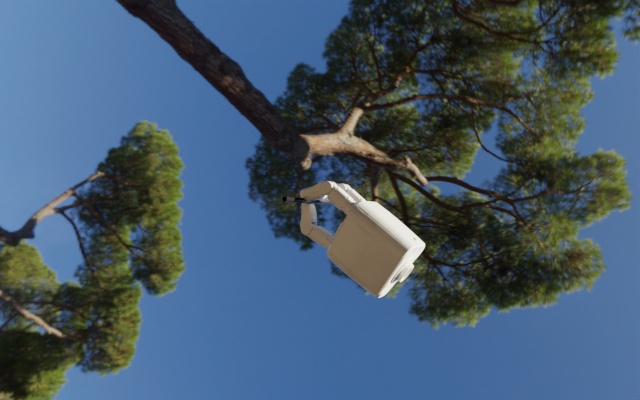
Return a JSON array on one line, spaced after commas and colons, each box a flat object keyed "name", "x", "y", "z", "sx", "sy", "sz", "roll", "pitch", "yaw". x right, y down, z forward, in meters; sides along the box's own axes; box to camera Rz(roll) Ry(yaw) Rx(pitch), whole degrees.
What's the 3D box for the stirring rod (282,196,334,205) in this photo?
[{"name": "stirring rod", "x": 0.000, "y": 0.003, "z": 0.805, "sx": 0.011, "sy": 0.011, "sz": 0.239, "roll": 0, "pitch": -2, "yaw": 26}]
